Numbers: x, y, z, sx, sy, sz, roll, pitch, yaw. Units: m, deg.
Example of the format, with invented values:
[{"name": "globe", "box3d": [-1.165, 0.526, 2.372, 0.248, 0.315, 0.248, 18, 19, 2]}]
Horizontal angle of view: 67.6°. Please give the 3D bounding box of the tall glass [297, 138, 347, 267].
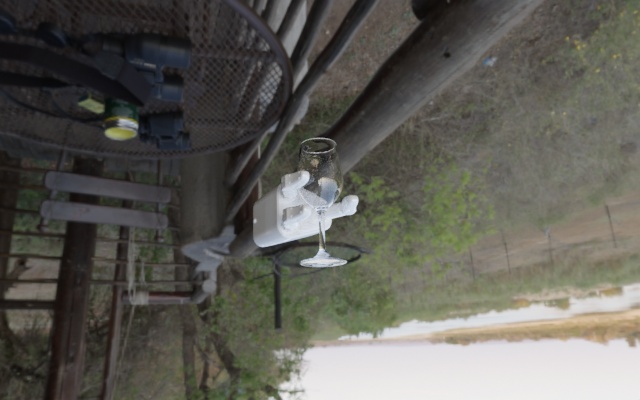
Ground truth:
[{"name": "tall glass", "box3d": [0.000, 0.003, 0.773, 0.079, 0.201, 0.079, -2, -17, -1]}]
